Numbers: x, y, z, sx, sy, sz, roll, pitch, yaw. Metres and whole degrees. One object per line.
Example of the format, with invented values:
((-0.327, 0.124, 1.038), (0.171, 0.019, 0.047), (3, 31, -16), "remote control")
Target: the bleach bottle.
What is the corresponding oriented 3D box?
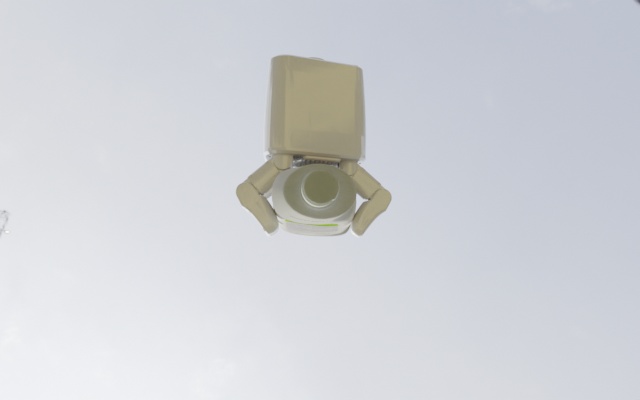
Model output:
((0.000, 0.002, 0.513), (0.102, 0.068, 0.251), (1, -6, -4), "bleach bottle")
